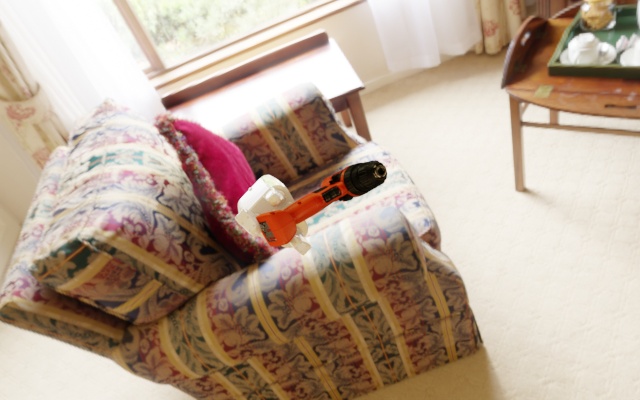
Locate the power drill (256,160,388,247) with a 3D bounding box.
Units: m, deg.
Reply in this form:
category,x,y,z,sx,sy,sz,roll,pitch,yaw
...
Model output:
category,x,y,z,sx,sy,sz,roll,pitch,yaw
power drill,0.000,0.003,0.748,0.187,0.057,0.184,-30,3,-23
